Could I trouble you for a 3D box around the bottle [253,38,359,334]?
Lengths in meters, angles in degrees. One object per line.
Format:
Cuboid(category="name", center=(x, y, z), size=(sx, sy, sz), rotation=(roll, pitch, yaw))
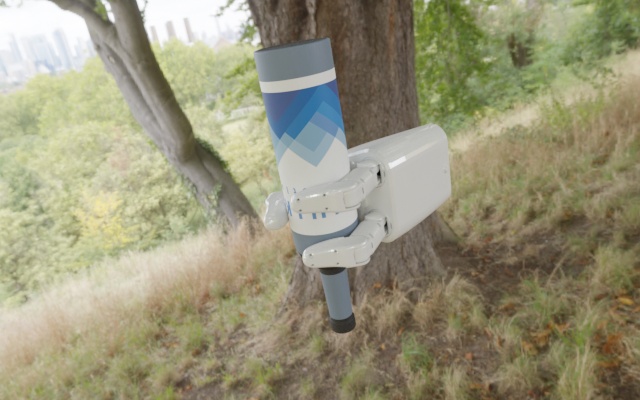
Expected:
Cuboid(category="bottle", center=(0.000, 0.001, 0.462), size=(0.069, 0.296, 0.069), rotation=(-9, 22, 4))
